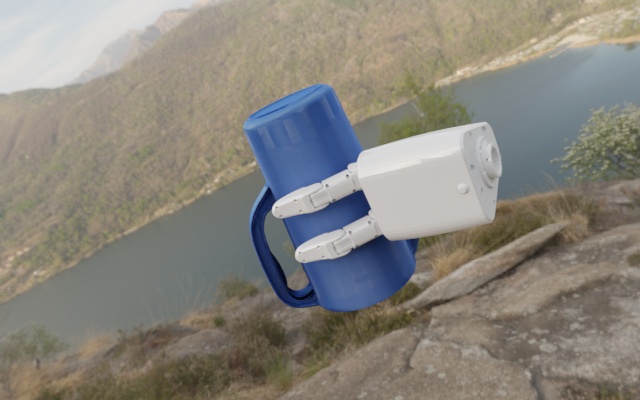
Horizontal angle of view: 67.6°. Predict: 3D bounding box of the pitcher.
[{"bbox_3d":[0.000,0.002,0.553,0.145,0.243,0.149,-11,22,36],"label":"pitcher"}]
